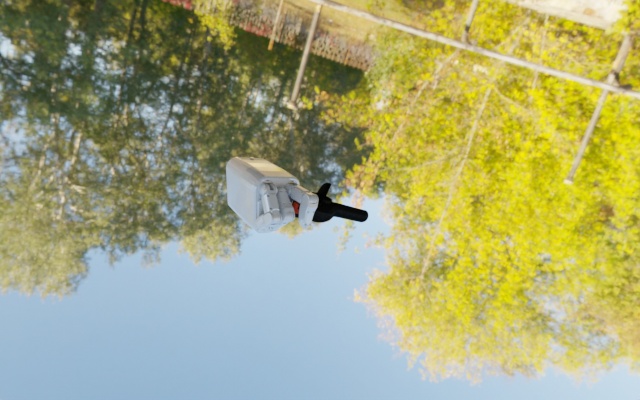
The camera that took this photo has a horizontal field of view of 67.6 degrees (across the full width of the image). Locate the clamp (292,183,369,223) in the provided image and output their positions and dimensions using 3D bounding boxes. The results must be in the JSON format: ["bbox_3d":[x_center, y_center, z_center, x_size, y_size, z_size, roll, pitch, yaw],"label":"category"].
[{"bbox_3d":[0.000,0.004,0.900,0.171,0.039,0.120,3,25,-45],"label":"clamp"}]
